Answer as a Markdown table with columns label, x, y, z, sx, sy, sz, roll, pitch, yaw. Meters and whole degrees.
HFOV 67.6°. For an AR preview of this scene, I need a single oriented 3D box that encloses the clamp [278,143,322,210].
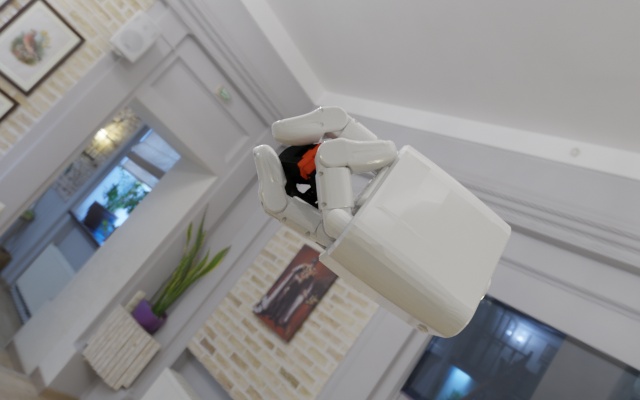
| label | x | y | z | sx | sy | sz | roll | pitch | yaw |
| --- | --- | --- | --- | --- | --- | --- | --- | --- | --- |
| clamp | 0.000 | 0.001 | 0.446 | 0.120 | 0.039 | 0.171 | 37 | -13 | 1 |
